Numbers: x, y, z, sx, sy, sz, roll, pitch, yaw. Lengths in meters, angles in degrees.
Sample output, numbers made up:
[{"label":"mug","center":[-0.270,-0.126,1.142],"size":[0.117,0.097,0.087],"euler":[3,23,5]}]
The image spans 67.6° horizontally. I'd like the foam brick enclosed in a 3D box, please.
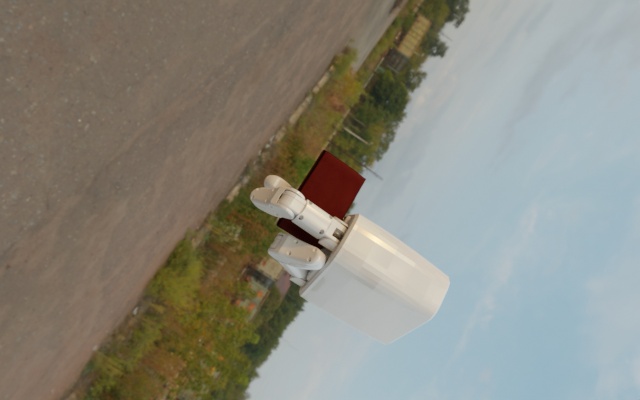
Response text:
[{"label":"foam brick","center":[0.000,0.001,0.473],"size":[0.051,0.078,0.053],"euler":[32,-21,-2]}]
